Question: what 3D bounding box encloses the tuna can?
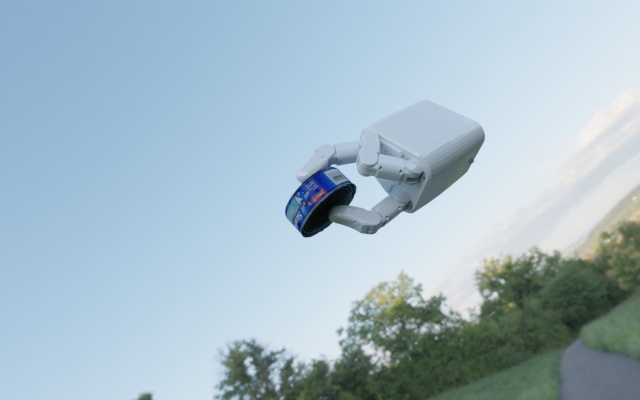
[{"bbox_3d":[0.000,0.001,0.559,0.033,0.086,0.086,46,19,20],"label":"tuna can"}]
